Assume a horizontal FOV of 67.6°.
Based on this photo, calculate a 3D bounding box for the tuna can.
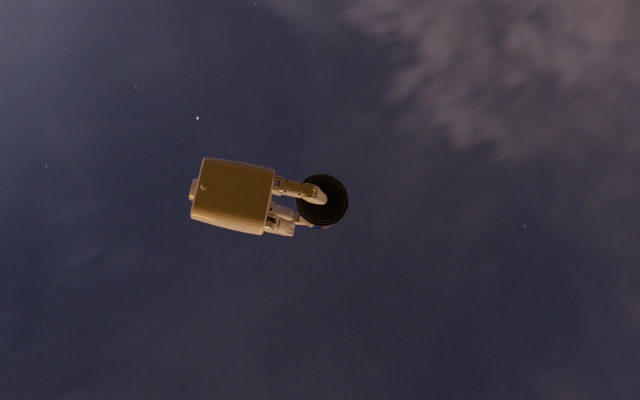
[{"bbox_3d":[0.000,0.003,0.771,0.086,0.086,0.034,0,-12,-10],"label":"tuna can"}]
